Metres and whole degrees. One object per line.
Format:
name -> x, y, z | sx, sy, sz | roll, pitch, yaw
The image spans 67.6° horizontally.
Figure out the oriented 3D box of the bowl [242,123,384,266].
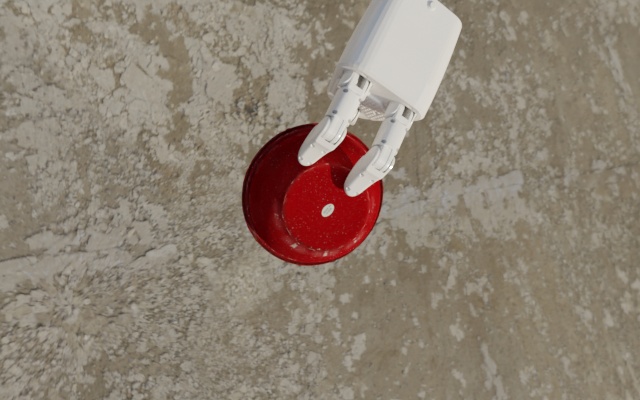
bowl -> 0.000, 0.003, 0.504 | 0.162, 0.162, 0.055 | 0, 14, -15
